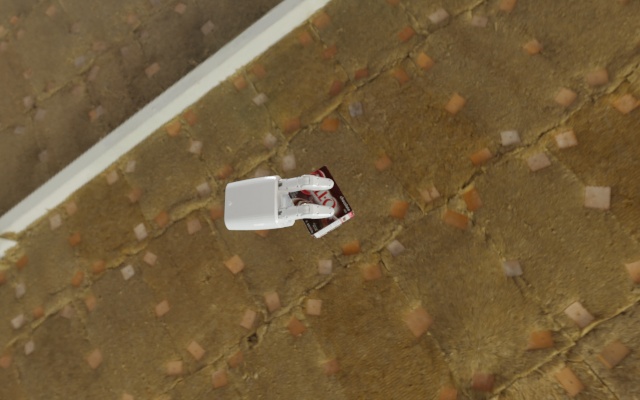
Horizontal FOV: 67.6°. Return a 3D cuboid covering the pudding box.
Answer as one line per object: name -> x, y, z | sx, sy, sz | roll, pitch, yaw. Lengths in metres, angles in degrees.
pudding box -> 0.000, 0.003, 0.900 | 0.090, 0.113, 0.039 | -32, -22, 3
